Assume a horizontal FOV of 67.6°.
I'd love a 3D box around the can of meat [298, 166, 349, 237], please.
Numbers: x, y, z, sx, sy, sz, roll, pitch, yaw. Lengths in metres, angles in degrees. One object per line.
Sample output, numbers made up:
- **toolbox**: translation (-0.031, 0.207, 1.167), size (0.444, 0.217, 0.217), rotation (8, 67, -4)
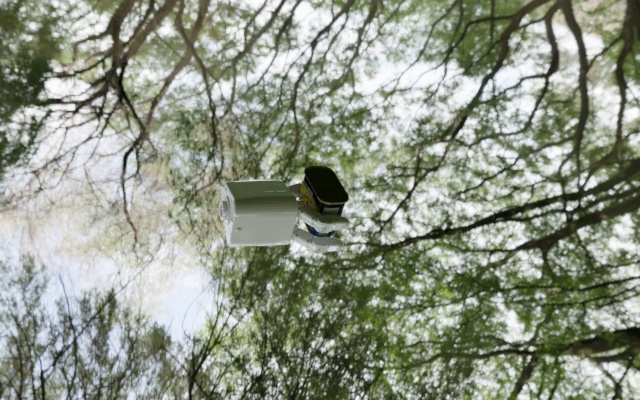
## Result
- **can of meat**: translation (0.000, 0.003, 0.838), size (0.057, 0.084, 0.102), rotation (-3, 41, -25)
